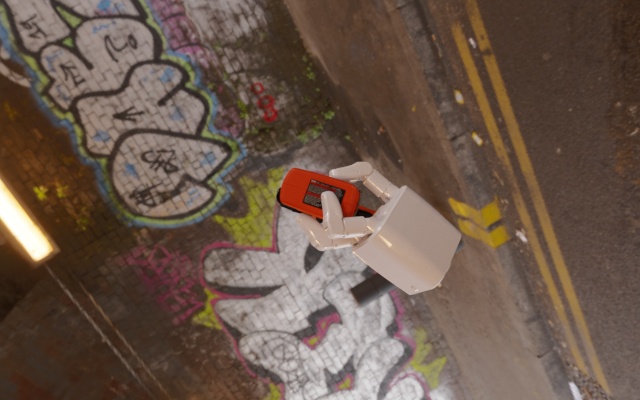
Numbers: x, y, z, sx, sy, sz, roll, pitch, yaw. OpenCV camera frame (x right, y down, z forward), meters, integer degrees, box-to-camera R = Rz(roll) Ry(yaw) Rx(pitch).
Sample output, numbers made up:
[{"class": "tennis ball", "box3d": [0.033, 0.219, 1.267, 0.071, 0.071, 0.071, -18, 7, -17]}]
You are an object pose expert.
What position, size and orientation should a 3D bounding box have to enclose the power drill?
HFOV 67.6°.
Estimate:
[{"class": "power drill", "box3d": [0.000, 0.002, 0.718, 0.184, 0.057, 0.188, 16, -5, 13]}]
